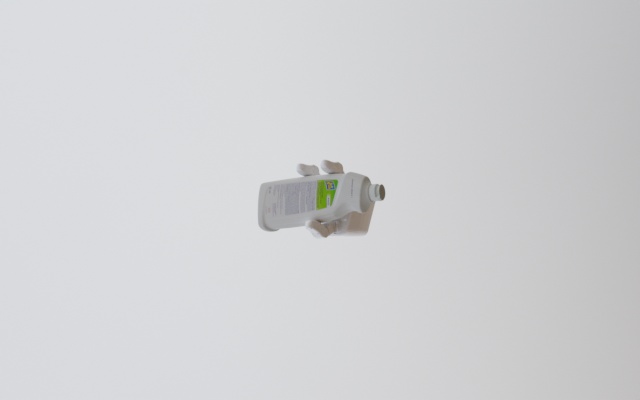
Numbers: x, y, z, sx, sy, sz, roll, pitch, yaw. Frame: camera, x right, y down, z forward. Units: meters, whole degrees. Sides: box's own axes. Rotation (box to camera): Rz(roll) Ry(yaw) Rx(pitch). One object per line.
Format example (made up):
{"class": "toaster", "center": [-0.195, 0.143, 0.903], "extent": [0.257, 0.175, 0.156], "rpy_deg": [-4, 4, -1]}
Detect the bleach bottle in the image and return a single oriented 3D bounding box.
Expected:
{"class": "bleach bottle", "center": [0.000, 0.003, 0.894], "extent": [0.251, 0.102, 0.068], "rpy_deg": [-5, -10, 31]}
